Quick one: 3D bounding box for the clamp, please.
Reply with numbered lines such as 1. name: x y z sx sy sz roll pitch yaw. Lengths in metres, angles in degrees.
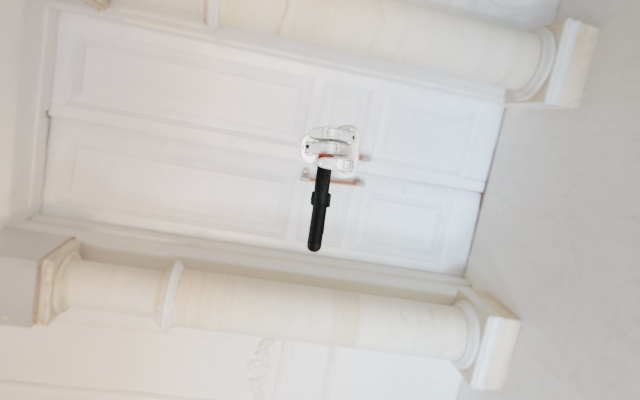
1. clamp: 0.000 0.003 0.874 0.039 0.171 0.120 10 2 -4
